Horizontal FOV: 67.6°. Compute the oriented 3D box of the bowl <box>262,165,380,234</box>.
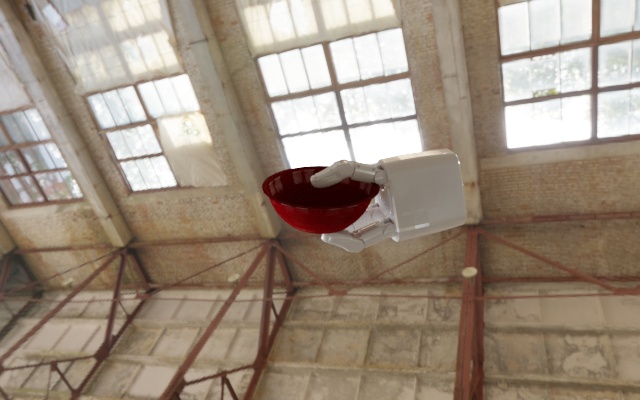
[{"bbox_3d":[-0.001,0.003,0.666,0.162,0.055,0.162,1,23,0],"label":"bowl"}]
